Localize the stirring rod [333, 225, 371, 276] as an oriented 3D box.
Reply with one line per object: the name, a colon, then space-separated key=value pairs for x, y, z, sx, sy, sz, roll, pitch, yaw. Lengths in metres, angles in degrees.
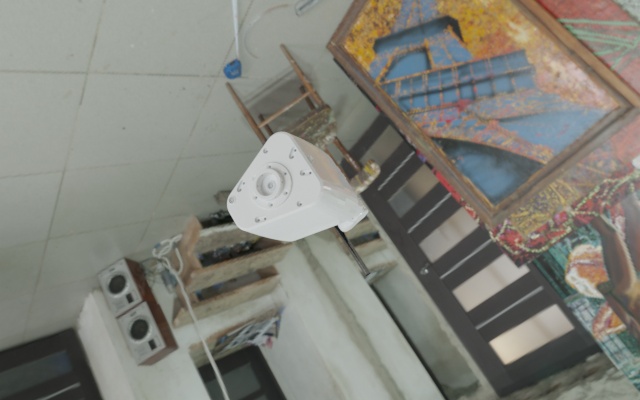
stirring rod: x=0.000 y=0.002 z=0.664 sx=0.011 sy=0.239 sz=0.011 roll=-29 pitch=-20 yaw=-12
